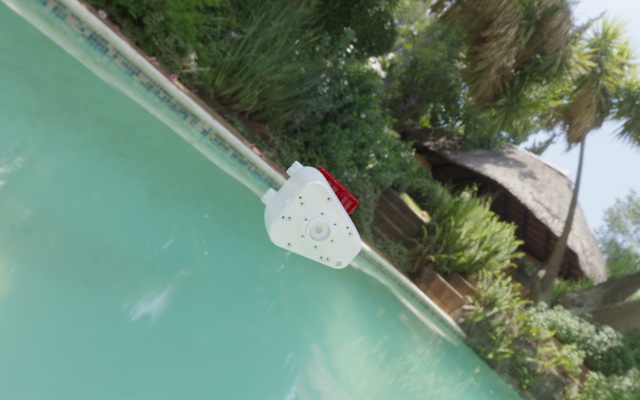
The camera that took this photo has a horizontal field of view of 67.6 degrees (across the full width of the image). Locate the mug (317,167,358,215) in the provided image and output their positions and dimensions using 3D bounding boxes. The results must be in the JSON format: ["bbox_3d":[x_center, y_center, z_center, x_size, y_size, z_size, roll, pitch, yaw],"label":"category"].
[{"bbox_3d":[0.000,0.002,0.725,0.093,0.081,0.117,42,4,-14],"label":"mug"}]
